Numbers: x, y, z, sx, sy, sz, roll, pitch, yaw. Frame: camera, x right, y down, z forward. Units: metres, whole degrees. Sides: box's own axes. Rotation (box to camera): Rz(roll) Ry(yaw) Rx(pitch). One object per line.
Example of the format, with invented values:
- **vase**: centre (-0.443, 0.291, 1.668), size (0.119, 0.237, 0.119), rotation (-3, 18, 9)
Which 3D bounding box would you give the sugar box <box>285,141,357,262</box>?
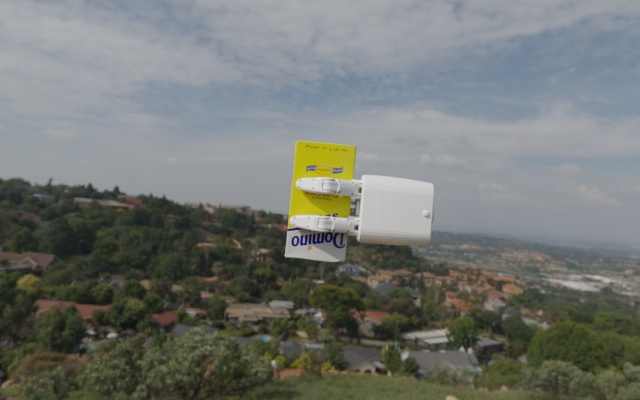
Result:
- **sugar box**: centre (0.000, 0.002, 0.725), size (0.093, 0.176, 0.048), rotation (5, -1, 0)
